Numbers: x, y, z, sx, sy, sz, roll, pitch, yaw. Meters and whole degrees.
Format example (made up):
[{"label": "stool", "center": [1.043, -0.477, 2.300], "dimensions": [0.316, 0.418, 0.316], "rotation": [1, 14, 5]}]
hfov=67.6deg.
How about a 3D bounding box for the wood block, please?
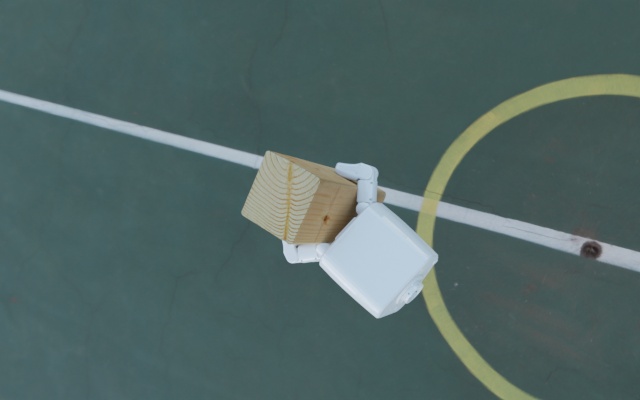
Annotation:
[{"label": "wood block", "center": [0.000, 0.002, 0.667], "dimensions": [0.090, 0.091, 0.206], "rotation": [29, 10, 28]}]
